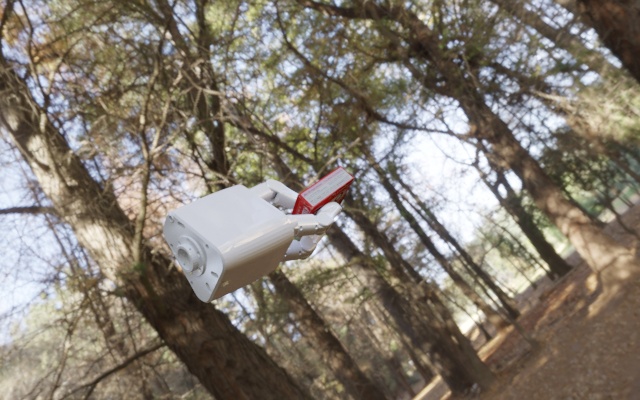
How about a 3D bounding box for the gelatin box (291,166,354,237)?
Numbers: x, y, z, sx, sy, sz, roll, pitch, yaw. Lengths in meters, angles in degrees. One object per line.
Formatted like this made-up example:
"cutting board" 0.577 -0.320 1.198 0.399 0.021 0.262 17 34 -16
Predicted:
"gelatin box" 0.000 0.002 0.660 0.089 0.030 0.073 -36 -18 -35
